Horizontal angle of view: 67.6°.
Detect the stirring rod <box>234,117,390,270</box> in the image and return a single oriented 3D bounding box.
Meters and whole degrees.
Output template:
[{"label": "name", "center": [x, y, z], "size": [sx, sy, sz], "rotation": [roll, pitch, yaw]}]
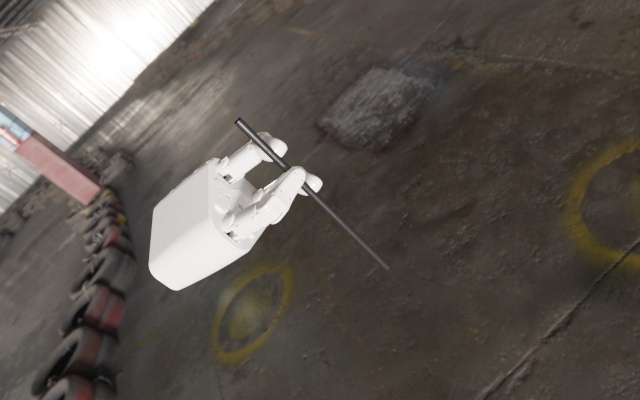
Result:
[{"label": "stirring rod", "center": [0.000, 0.002, 0.493], "size": [0.240, 0.011, 0.011], "rotation": [45, -24, -27]}]
